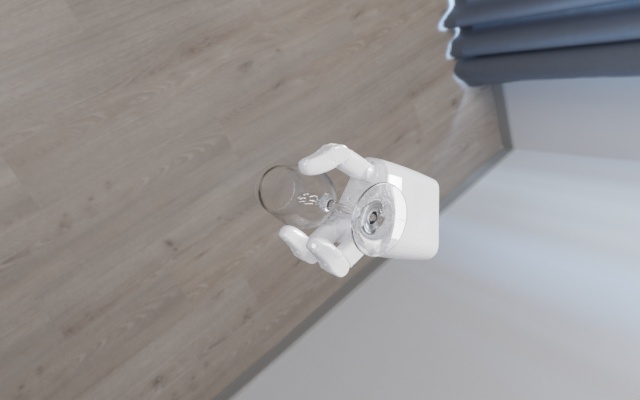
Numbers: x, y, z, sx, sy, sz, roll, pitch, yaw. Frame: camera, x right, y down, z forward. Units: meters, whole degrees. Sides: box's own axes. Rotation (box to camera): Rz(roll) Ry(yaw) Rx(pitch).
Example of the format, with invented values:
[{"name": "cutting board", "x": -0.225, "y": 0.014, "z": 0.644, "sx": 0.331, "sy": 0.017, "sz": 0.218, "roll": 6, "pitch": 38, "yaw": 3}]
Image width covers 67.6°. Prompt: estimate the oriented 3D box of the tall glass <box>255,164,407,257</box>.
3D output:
[{"name": "tall glass", "x": 0.000, "y": 0.002, "z": 0.542, "sx": 0.079, "sy": 0.079, "sz": 0.201, "roll": 0, "pitch": 10, "yaw": -37}]
